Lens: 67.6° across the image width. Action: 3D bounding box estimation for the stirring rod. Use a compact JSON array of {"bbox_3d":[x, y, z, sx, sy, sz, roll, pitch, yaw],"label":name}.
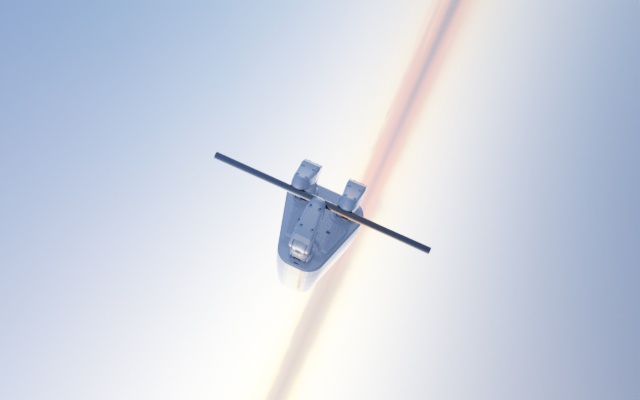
[{"bbox_3d":[0.000,0.002,0.488,0.239,0.011,0.011,24,2,5],"label":"stirring rod"}]
